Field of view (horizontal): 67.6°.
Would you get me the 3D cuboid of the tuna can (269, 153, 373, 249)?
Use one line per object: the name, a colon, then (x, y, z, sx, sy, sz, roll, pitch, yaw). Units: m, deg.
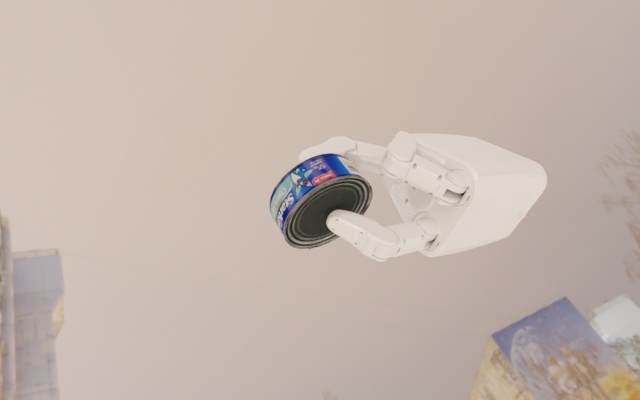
tuna can: (0.000, 0.001, 0.411, 0.086, 0.086, 0.033, 0, 44, -42)
